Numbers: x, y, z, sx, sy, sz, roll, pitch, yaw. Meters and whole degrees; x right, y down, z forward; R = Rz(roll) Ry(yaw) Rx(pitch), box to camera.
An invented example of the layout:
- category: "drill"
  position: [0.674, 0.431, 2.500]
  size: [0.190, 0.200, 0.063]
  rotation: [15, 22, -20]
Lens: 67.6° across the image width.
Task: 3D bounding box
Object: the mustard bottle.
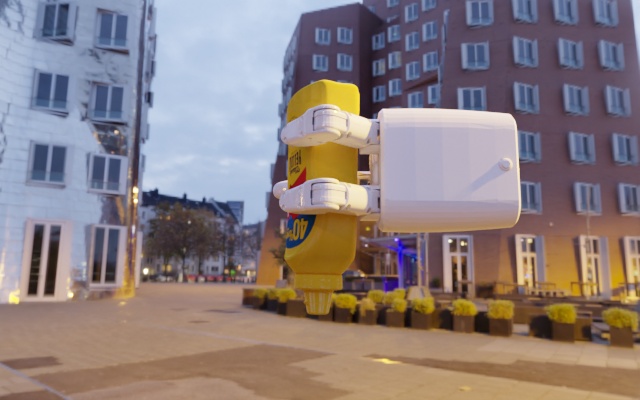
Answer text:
- category: "mustard bottle"
  position: [0.000, 0.001, 0.418]
  size: [0.058, 0.191, 0.096]
  rotation: [4, -10, -22]
